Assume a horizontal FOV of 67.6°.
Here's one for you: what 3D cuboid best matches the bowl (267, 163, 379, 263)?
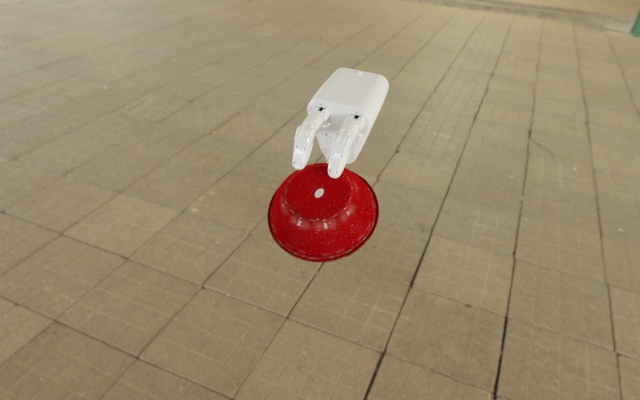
[{"bbox_3d":[0.000,0.003,0.663,0.162,0.162,0.055,0,-32,8],"label":"bowl"}]
